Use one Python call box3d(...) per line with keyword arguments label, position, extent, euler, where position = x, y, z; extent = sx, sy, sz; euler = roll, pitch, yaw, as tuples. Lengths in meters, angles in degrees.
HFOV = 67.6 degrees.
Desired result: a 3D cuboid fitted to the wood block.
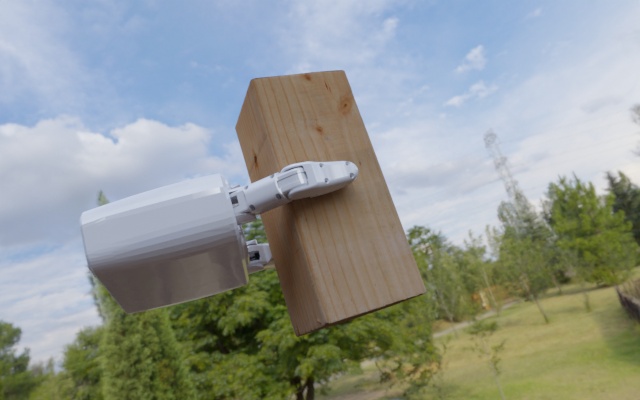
box3d(label="wood block", position=(0.000, 0.001, 0.418), extent=(0.090, 0.206, 0.091), euler=(-12, -16, -23))
